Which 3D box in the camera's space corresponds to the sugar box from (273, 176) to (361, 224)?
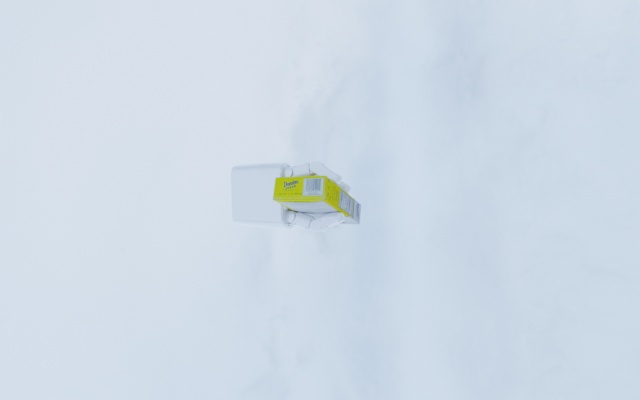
[{"bbox_3d":[0.000,0.002,0.828,0.093,0.048,0.176,0,-13,23],"label":"sugar box"}]
